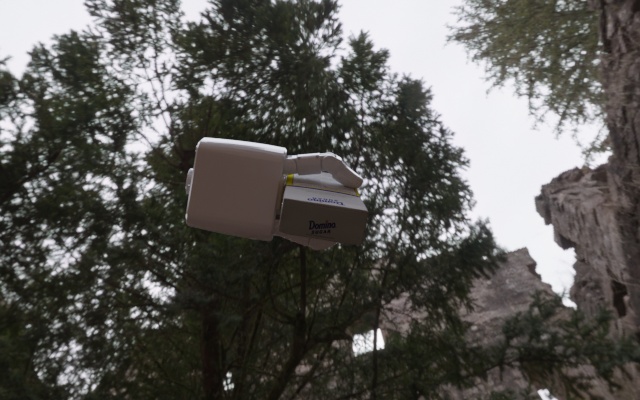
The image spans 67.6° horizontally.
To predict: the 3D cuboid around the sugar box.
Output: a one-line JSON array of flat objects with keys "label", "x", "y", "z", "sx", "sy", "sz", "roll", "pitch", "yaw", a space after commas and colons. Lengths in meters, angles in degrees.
[{"label": "sugar box", "x": 0.000, "y": 0.002, "z": 0.583, "sx": 0.093, "sy": 0.048, "sz": 0.176, "roll": 9, "pitch": 16, "yaw": -4}]
